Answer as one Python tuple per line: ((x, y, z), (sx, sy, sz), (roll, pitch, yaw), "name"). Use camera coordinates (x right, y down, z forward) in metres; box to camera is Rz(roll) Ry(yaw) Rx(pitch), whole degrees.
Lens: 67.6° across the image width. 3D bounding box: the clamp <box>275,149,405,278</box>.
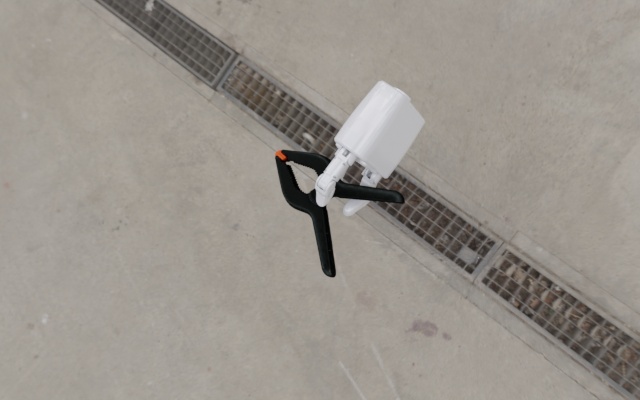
((0.000, 0.002, 0.733), (0.210, 0.164, 0.036), (38, 5, 18), "clamp")
